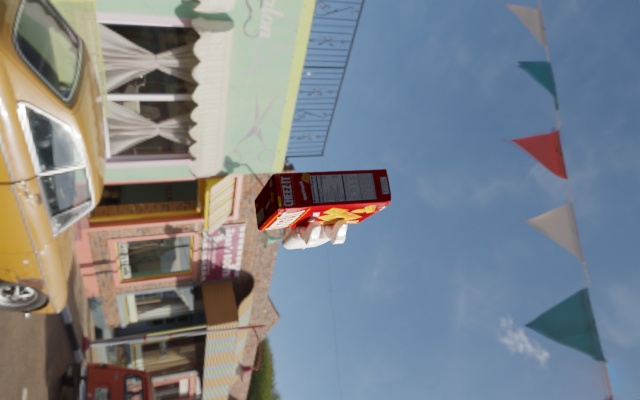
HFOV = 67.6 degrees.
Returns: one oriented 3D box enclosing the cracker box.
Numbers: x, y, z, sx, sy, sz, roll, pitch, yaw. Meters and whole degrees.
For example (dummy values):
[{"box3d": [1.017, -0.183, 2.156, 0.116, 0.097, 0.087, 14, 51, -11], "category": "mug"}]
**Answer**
[{"box3d": [0.000, 0.003, 0.884, 0.213, 0.072, 0.164, -4, -15, -20], "category": "cracker box"}]
